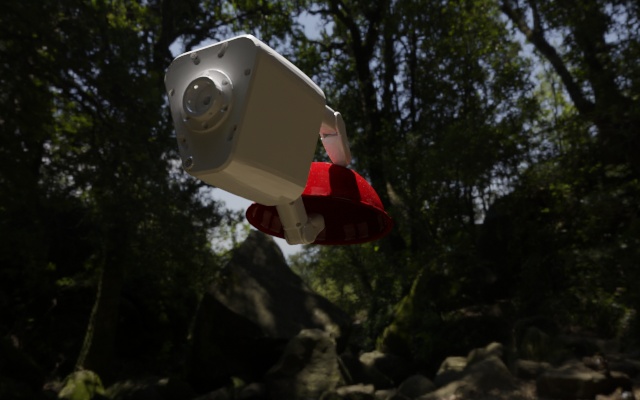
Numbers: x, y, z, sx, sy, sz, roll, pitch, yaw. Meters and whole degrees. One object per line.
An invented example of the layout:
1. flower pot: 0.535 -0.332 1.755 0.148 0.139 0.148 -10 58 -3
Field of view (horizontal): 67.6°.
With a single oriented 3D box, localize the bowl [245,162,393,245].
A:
1. bowl: 0.000 0.002 0.534 0.162 0.055 0.162 4 -22 2
